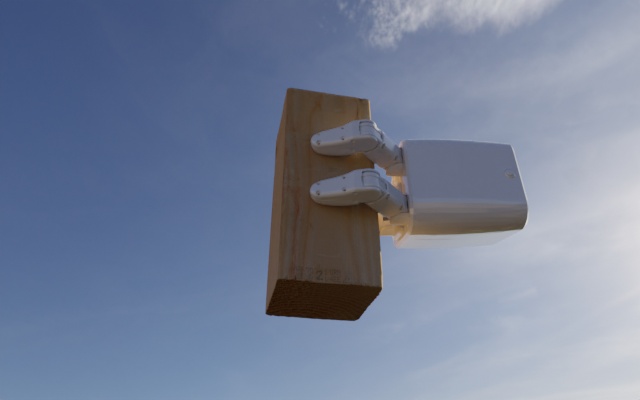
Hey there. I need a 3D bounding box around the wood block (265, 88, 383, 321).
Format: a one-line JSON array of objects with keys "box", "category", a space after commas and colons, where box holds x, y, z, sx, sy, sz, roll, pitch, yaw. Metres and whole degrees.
[{"box": [0.000, 0.002, 0.466, 0.090, 0.206, 0.091, 6, -33, -9], "category": "wood block"}]
